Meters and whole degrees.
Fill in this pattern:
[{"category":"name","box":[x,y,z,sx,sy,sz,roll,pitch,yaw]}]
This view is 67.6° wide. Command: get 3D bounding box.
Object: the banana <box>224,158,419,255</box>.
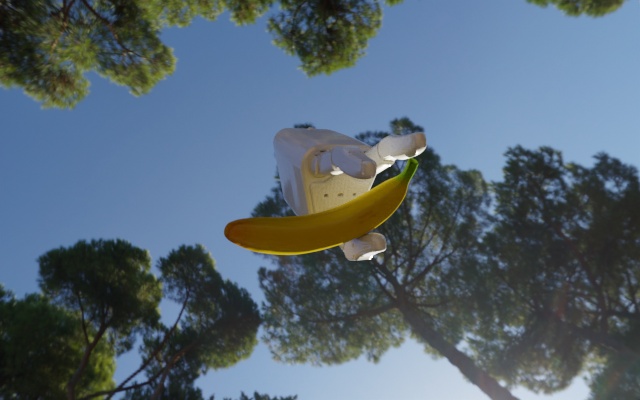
[{"category":"banana","box":[0.006,0.016,0.463,0.198,0.070,0.037,-21,32,-16]}]
